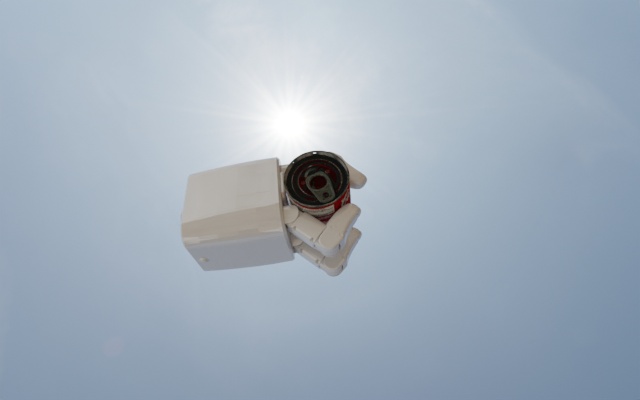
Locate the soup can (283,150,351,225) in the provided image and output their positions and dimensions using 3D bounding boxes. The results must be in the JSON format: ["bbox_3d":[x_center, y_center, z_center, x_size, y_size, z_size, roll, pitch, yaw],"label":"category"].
[{"bbox_3d":[0.001,0.002,0.529,0.068,0.068,0.102,0,-30,6],"label":"soup can"}]
